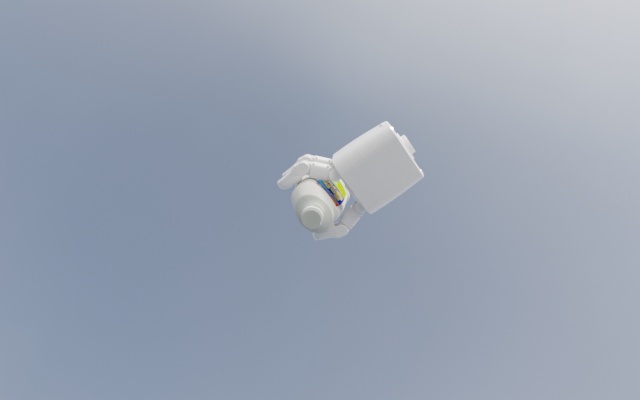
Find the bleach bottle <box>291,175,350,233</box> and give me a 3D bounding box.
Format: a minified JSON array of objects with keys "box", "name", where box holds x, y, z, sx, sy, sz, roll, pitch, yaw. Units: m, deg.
[{"box":[0.000,0.002,0.784,0.068,0.102,0.250,-33,10,11],"name":"bleach bottle"}]
